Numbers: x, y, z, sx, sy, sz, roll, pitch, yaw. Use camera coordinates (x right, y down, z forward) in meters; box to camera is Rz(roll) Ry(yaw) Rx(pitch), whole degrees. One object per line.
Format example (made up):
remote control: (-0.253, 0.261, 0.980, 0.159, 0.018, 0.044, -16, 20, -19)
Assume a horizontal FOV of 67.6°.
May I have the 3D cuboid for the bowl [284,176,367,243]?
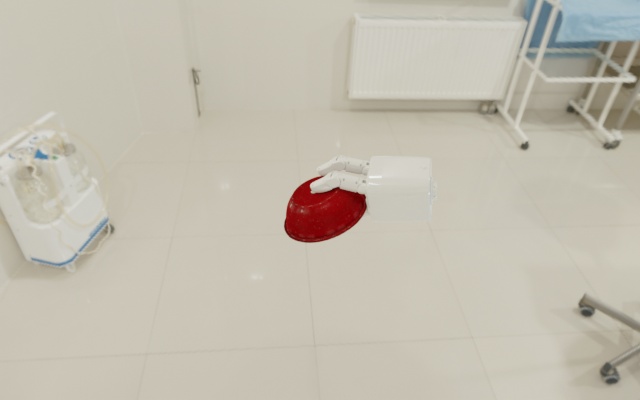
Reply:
bowl: (-0.001, 0.003, 0.863, 0.162, 0.055, 0.162, -16, 33, 11)
